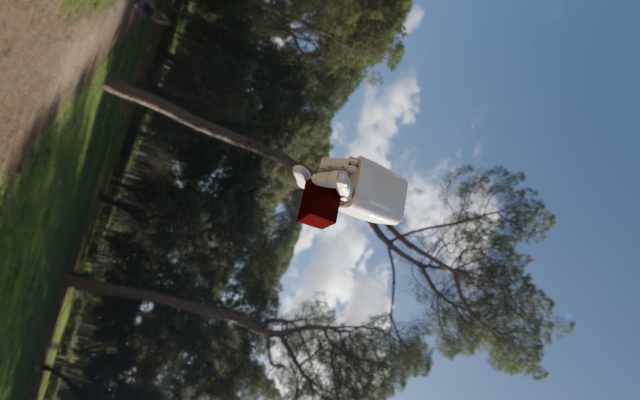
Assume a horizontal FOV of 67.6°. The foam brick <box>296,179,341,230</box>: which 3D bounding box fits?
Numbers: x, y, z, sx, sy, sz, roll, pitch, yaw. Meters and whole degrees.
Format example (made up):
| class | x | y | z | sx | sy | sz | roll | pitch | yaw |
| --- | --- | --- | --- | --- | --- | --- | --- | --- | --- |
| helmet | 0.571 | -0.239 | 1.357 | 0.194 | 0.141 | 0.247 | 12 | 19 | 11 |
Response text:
| class | x | y | z | sx | sy | sz | roll | pitch | yaw |
| --- | --- | --- | --- | --- | --- | --- | --- | --- | --- |
| foam brick | 0.000 | 0.003 | 0.812 | 0.051 | 0.078 | 0.053 | 23 | -25 | -23 |
